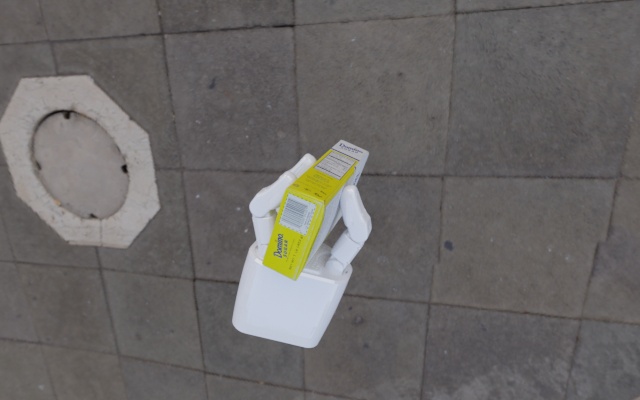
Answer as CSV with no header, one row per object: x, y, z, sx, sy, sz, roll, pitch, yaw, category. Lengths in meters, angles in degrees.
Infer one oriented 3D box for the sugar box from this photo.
0.000,0.002,0.523,0.048,0.093,0.176,24,27,6,sugar box
